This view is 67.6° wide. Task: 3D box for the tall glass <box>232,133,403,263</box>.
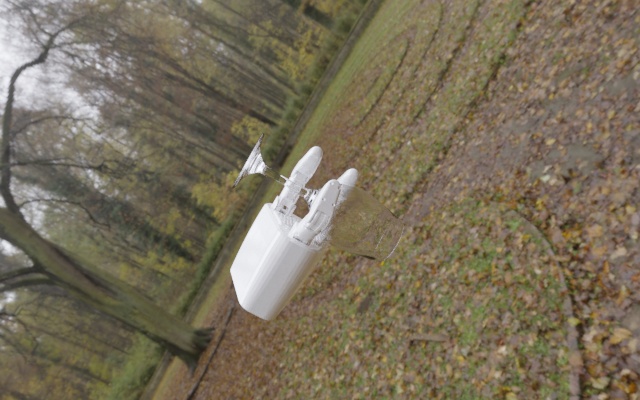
[{"bbox_3d":[0.000,0.001,0.575,0.201,0.079,0.079,29,-6,-10],"label":"tall glass"}]
